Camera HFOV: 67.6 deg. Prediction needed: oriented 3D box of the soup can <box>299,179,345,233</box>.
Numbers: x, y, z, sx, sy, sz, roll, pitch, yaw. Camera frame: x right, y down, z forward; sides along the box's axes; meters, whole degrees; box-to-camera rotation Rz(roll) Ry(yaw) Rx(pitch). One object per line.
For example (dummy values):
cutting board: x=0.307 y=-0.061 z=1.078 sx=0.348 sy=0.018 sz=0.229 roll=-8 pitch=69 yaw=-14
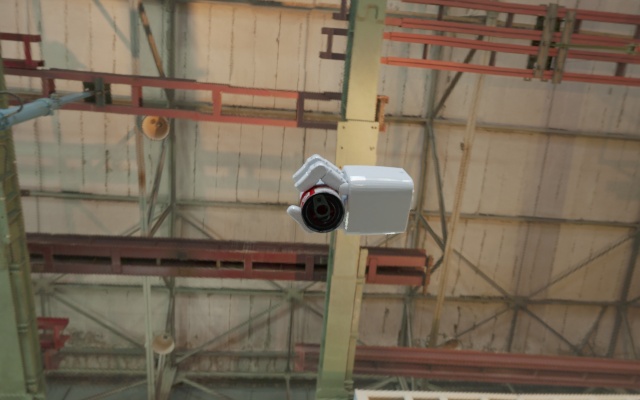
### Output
soup can: x=0.000 y=0.003 z=0.782 sx=0.068 sy=0.068 sz=0.102 roll=0 pitch=19 yaw=-5
